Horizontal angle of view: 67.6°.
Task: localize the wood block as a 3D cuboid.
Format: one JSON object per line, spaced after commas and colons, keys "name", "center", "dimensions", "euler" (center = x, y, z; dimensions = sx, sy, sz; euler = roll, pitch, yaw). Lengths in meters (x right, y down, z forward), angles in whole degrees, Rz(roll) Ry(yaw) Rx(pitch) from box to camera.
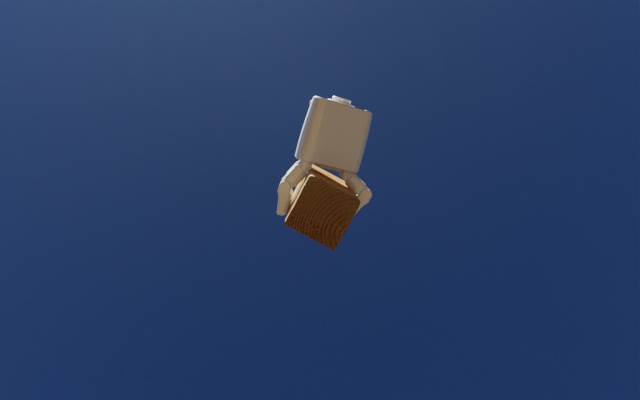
{"name": "wood block", "center": [0.001, 0.002, 0.825], "dimensions": [0.091, 0.090, 0.206], "euler": [27, 8, -6]}
